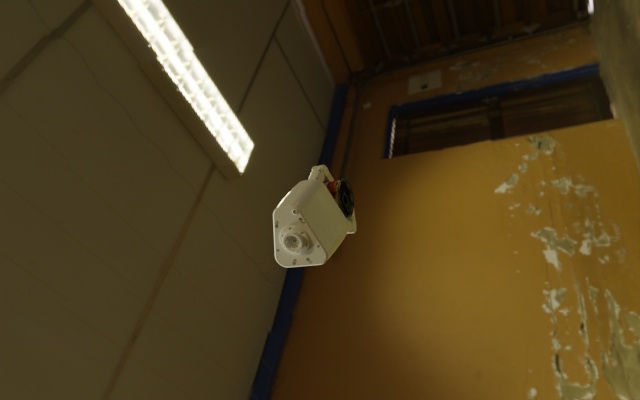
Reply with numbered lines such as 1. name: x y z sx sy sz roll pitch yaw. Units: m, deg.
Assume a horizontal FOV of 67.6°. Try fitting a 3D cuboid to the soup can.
1. soup can: 0.000 0.003 0.848 0.102 0.068 0.068 -8 -3 24
